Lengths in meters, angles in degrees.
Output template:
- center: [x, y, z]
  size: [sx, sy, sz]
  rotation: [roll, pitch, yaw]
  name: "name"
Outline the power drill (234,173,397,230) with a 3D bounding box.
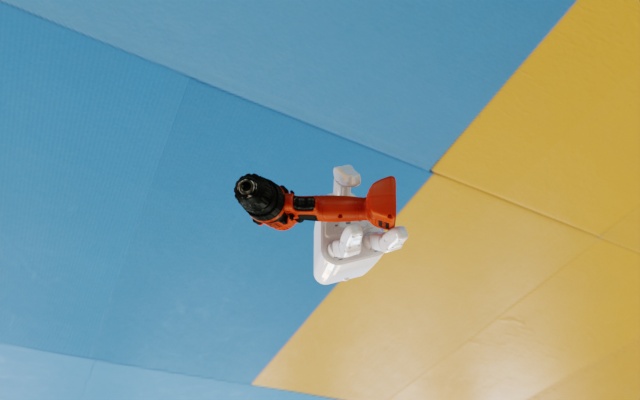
- center: [0.001, 0.002, 0.598]
  size: [0.187, 0.057, 0.184]
  rotation: [1, -10, 9]
  name: "power drill"
